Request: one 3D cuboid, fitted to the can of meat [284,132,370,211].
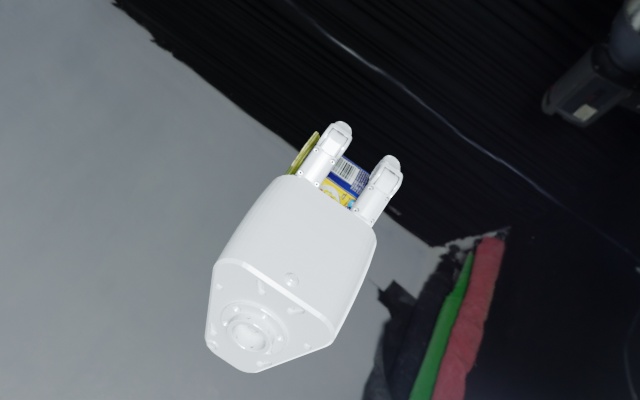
[{"bbox_3d":[0.000,0.002,0.449,0.084,0.102,0.057,35,35,-3],"label":"can of meat"}]
